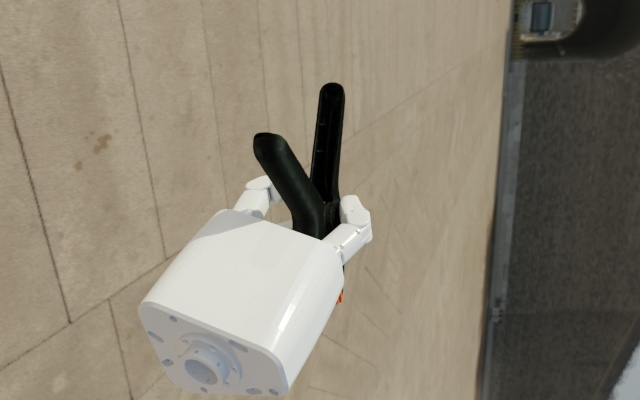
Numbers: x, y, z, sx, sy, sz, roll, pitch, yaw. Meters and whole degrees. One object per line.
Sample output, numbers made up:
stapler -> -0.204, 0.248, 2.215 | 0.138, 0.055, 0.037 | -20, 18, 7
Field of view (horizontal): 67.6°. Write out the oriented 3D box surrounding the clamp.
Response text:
clamp -> 0.001, 0.002, 0.442 | 0.036, 0.210, 0.164 | 4, 34, 21
